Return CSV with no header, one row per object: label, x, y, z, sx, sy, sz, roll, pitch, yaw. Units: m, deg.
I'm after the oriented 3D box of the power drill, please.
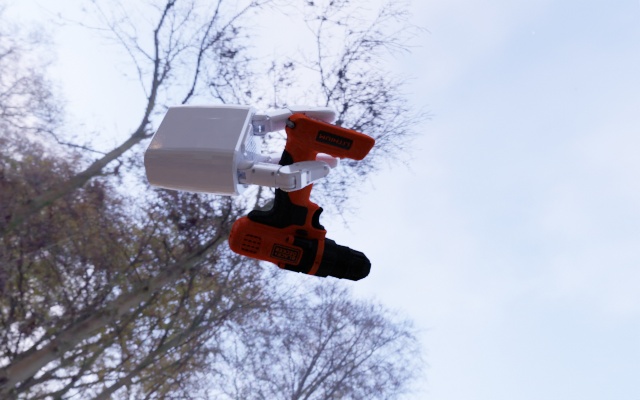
power drill,0.000,0.001,0.578,0.184,0.188,0.057,16,11,-17
